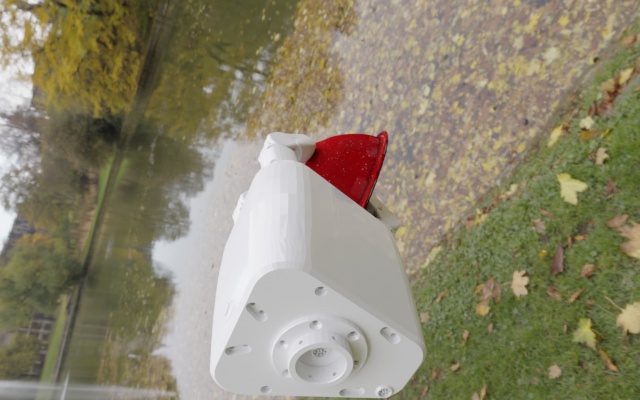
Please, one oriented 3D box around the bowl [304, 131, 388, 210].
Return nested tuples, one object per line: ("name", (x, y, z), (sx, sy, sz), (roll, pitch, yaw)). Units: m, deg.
("bowl", (0.000, 0.001, 0.427), (0.055, 0.162, 0.162), (25, -2, -4))
